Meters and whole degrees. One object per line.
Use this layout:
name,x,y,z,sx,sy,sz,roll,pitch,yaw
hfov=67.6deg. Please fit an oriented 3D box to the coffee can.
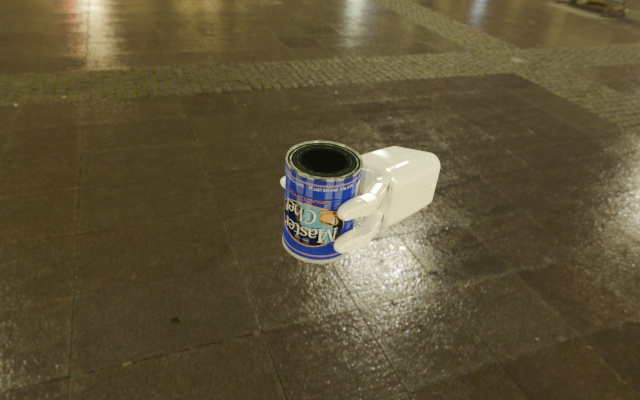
coffee can,0.000,0.002,0.665,0.103,0.140,0.102,3,35,-2
